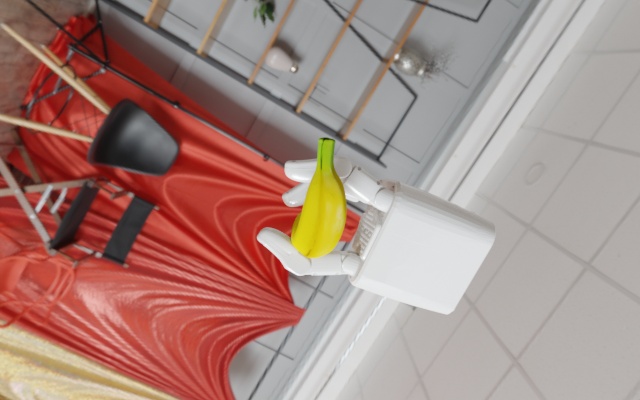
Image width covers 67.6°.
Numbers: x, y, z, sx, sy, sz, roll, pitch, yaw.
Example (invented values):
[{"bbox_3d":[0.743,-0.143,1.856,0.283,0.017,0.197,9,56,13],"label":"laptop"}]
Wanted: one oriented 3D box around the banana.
[{"bbox_3d":[-0.003,0.018,0.422,0.037,0.069,0.198,12,-20,-5],"label":"banana"}]
